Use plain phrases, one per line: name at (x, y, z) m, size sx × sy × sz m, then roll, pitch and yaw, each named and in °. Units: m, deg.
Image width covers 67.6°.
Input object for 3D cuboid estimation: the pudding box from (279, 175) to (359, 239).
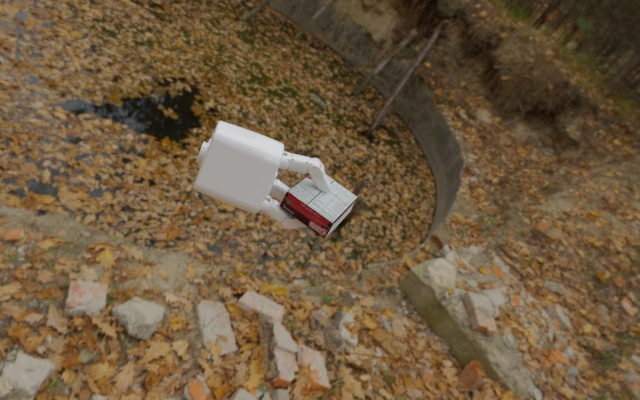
pudding box at (0.000, 0.002, 0.773) m, size 0.090 × 0.039 × 0.113 m, roll 37°, pitch 36°, yaw 8°
